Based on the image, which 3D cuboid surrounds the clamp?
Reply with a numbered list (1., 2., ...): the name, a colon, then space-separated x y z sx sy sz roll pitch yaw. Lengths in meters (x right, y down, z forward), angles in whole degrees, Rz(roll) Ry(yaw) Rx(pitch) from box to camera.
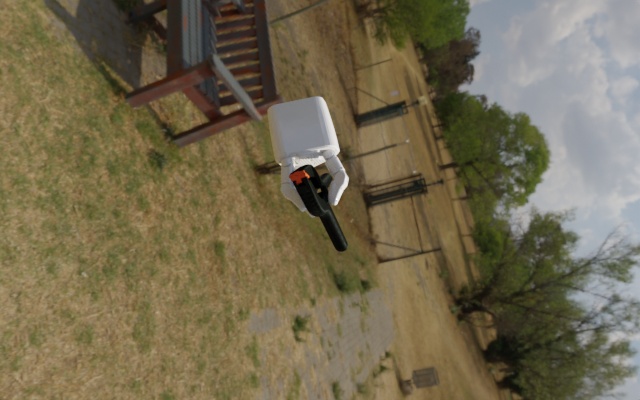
1. clamp: 0.001 0.002 0.849 0.036 0.164 0.210 -19 -18 13
